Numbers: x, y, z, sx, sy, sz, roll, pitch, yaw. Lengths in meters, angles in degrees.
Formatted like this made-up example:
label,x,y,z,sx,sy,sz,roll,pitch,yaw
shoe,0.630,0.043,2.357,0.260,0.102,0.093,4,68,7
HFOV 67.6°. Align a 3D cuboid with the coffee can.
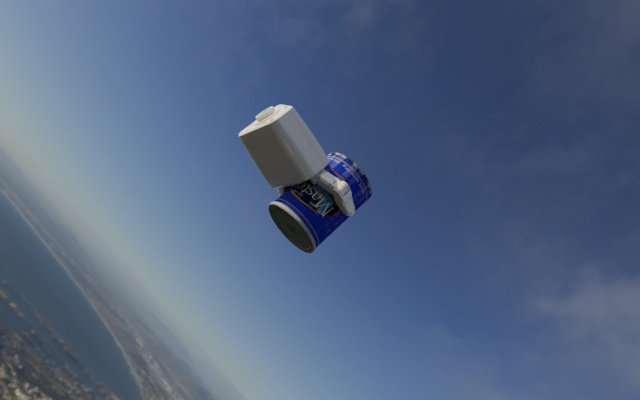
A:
label,x,y,z,sx,sy,sz,roll,pitch,yaw
coffee can,0.000,0.003,0.785,0.140,0.103,0.103,-42,18,-22
